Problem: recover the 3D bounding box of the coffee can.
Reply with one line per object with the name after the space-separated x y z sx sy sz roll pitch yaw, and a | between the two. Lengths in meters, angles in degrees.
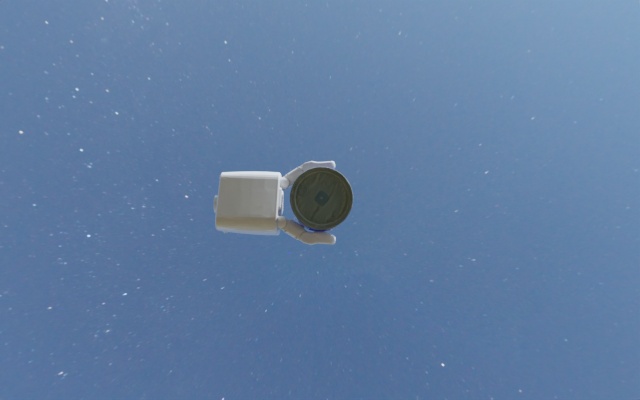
0.000 0.003 0.837 0.103 0.103 0.140 0 -6 -1 | coffee can
